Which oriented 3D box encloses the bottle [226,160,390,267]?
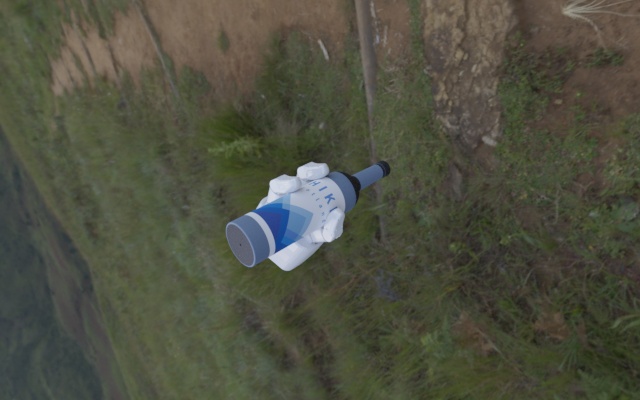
[{"bbox_3d":[0.000,0.002,0.717,0.295,0.069,0.069,-28,17,-34],"label":"bottle"}]
